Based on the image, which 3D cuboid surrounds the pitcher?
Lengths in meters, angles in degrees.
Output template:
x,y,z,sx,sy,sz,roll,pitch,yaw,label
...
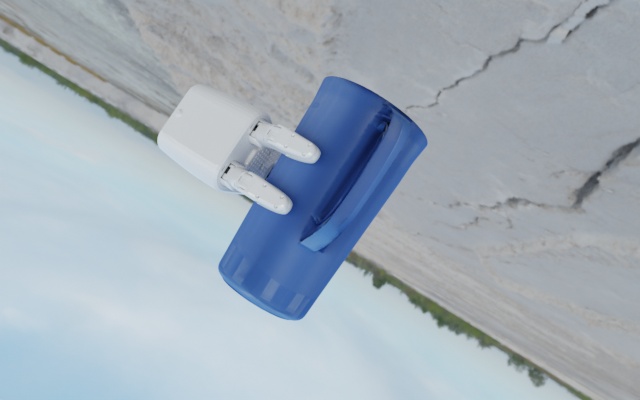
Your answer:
x,y,z,sx,sy,sz,roll,pitch,yaw,label
0.000,0.002,0.504,0.145,0.243,0.149,31,-4,28,pitcher
